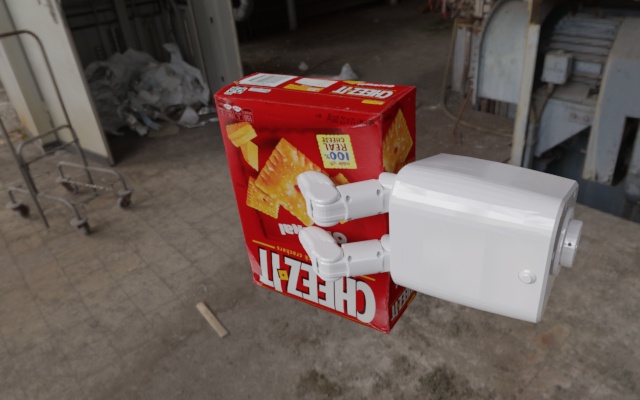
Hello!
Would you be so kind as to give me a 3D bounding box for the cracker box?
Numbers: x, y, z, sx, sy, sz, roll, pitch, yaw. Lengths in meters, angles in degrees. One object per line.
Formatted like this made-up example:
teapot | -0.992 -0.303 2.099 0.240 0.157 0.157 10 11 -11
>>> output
cracker box | 0.000 0.001 0.435 0.164 0.214 0.072 14 36 31
